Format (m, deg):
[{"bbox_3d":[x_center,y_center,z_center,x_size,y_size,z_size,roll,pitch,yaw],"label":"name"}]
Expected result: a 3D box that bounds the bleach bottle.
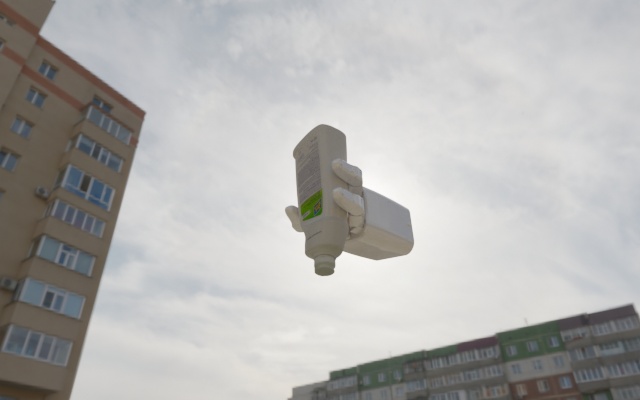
[{"bbox_3d":[0.000,0.002,0.744,0.068,0.250,0.103,21,-41,-27],"label":"bleach bottle"}]
